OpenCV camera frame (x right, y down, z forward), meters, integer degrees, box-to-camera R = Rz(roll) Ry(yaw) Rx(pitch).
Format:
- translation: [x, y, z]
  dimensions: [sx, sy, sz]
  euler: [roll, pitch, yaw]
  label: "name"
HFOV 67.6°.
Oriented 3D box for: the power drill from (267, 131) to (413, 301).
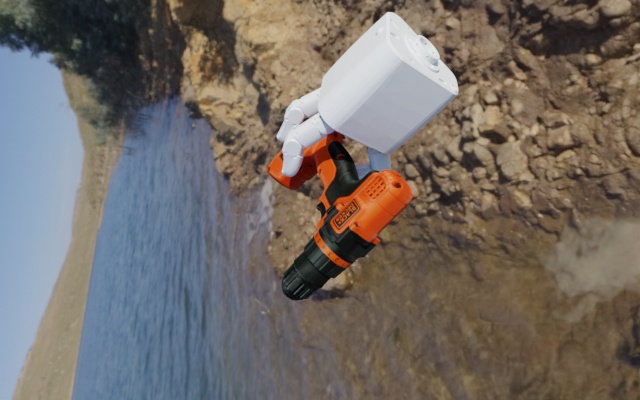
- translation: [0.000, 0.001, 0.567]
  dimensions: [0.057, 0.184, 0.187]
  euler: [33, 18, -44]
  label: "power drill"
